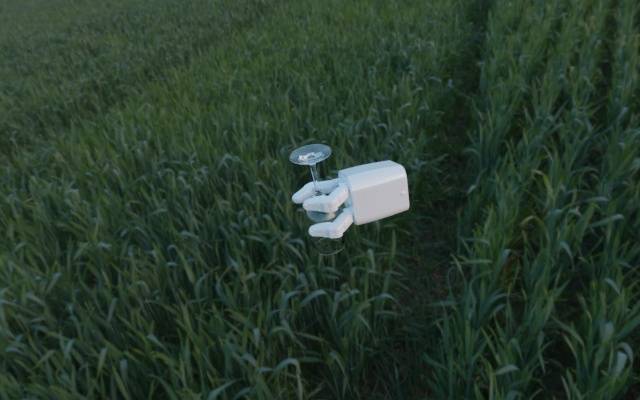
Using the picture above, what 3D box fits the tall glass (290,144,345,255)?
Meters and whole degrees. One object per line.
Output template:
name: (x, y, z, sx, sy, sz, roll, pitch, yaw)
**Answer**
tall glass: (0.000, 0.002, 0.879, 0.079, 0.201, 0.079, -8, 30, 5)
